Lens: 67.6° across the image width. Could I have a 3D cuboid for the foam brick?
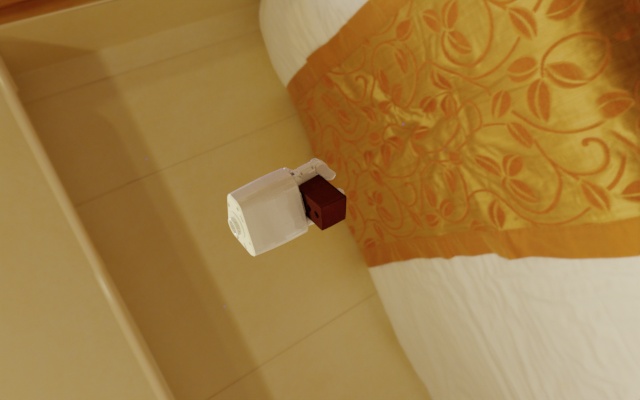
[{"bbox_3d":[0.000,0.003,0.802,0.051,0.053,0.078,-26,45,-26],"label":"foam brick"}]
